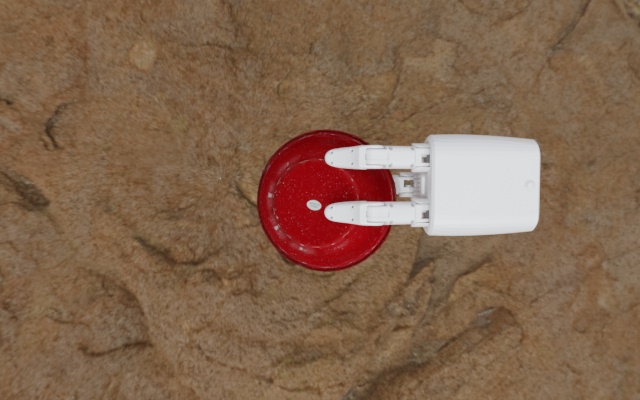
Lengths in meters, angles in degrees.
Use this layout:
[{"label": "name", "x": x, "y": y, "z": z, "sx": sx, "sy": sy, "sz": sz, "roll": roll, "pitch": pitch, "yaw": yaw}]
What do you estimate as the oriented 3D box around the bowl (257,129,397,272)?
[{"label": "bowl", "x": -0.001, "y": 0.002, "z": 0.516, "sx": 0.162, "sy": 0.162, "sz": 0.055, "roll": 0, "pitch": 3, "yaw": 11}]
